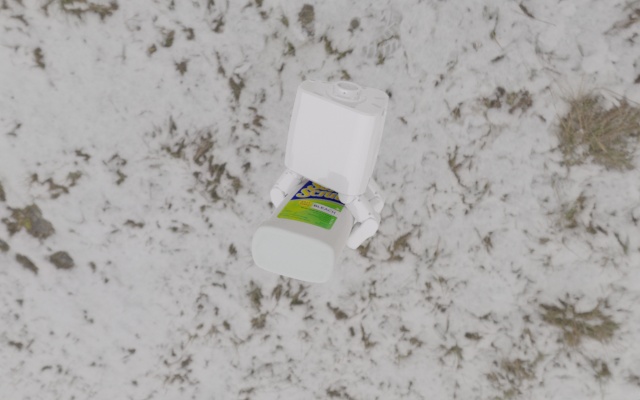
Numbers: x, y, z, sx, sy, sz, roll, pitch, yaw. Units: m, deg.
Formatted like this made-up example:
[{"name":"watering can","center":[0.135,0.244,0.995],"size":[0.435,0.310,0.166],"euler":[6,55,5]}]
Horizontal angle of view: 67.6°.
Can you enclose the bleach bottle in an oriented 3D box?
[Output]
[{"name":"bleach bottle","center":[0.000,0.002,0.639],"size":[0.102,0.068,0.250],"euler":[14,33,8]}]
